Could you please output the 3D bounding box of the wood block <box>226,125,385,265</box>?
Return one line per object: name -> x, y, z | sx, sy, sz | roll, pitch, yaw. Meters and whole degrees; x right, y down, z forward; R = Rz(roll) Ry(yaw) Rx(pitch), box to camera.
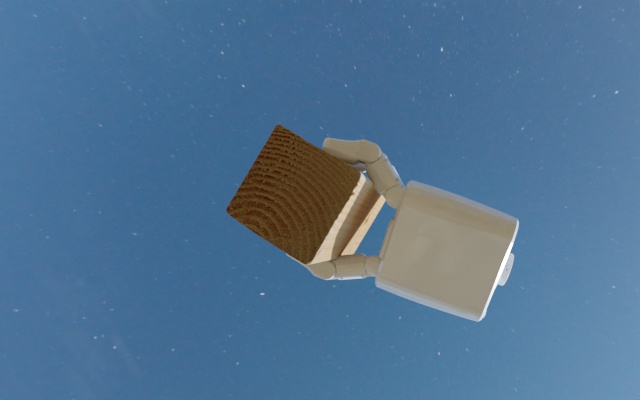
wood block -> 0.000, 0.002, 0.494 | 0.090, 0.091, 0.206 | 31, 3, 14
